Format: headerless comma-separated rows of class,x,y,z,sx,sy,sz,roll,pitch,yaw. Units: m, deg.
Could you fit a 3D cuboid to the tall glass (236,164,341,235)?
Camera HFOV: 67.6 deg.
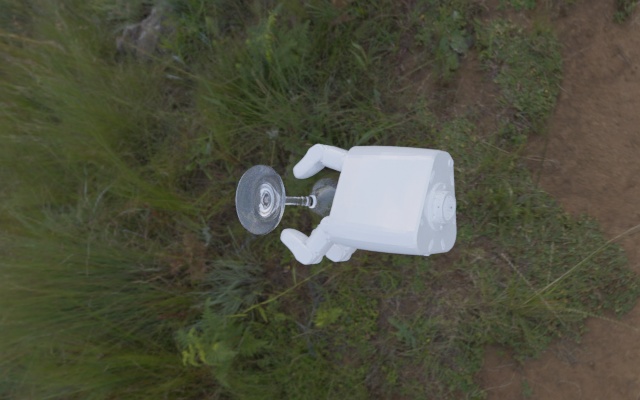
tall glass,0.000,0.002,0.574,0.079,0.079,0.201,0,-2,40
